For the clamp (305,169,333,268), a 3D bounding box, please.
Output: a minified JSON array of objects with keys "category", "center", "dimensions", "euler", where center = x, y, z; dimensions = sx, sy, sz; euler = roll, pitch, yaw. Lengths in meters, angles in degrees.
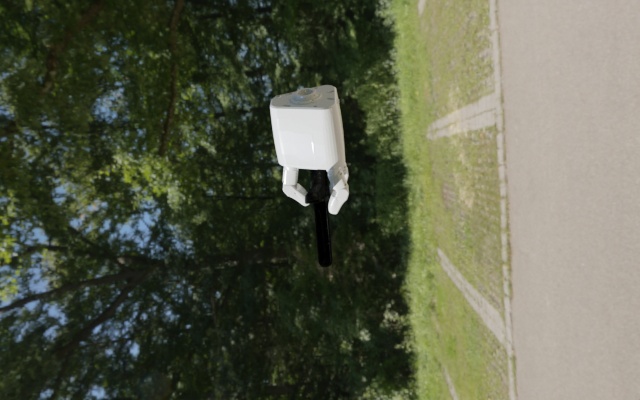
[{"category":"clamp","center":[-0.001,0.002,0.851],"dimensions":[0.036,0.165,0.209],"euler":[-5,35,5]}]
